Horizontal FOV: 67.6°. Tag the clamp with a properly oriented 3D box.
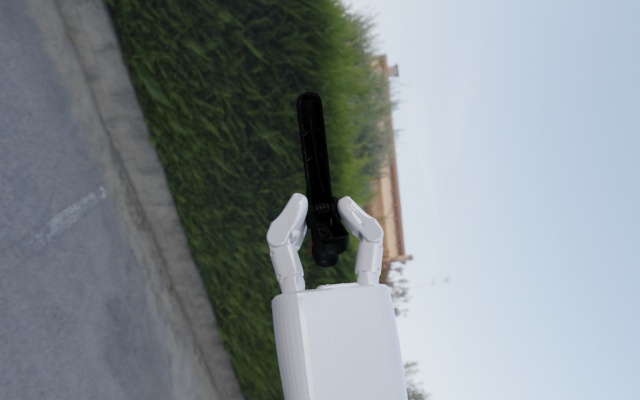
[{"bbox_3d":[0.001,0.002,0.501,0.036,0.164,0.210,-7,-22,-3],"label":"clamp"}]
